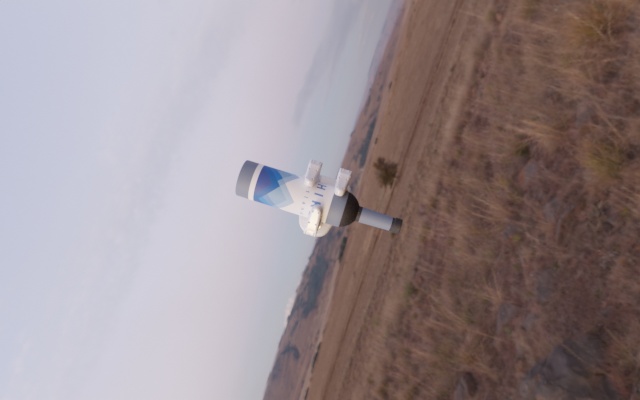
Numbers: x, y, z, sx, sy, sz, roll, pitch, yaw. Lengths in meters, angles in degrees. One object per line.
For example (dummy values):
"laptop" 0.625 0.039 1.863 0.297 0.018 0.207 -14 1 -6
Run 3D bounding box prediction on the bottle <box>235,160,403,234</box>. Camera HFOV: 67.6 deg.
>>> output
"bottle" 0.000 0.003 0.846 0.296 0.069 0.069 17 1 2
